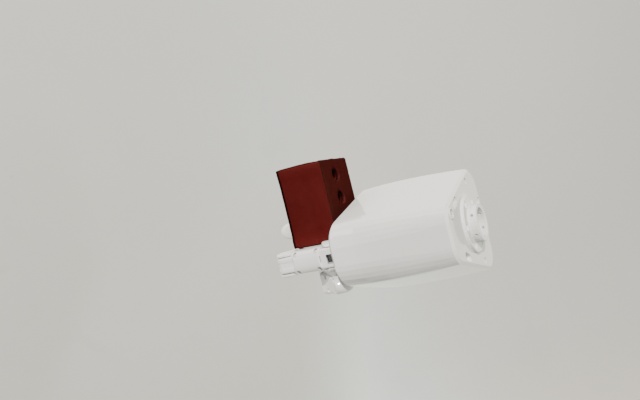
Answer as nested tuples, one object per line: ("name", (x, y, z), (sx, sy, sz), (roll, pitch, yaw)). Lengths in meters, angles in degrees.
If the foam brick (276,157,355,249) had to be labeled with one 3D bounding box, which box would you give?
("foam brick", (0.000, 0.001, 0.462), (0.051, 0.078, 0.053), (-15, -1, 33))
